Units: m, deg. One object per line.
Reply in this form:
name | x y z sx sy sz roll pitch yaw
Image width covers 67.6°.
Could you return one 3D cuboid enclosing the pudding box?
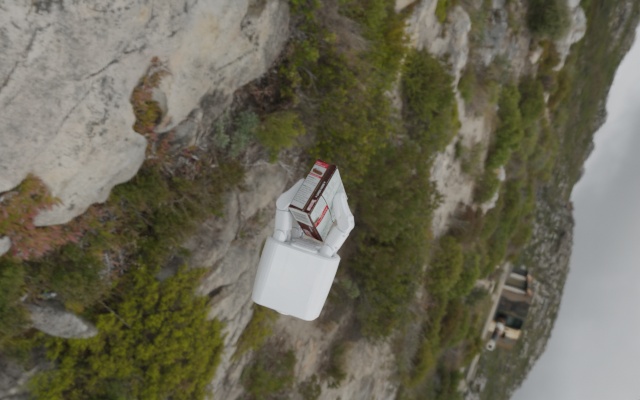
pudding box | 0.000 0.003 0.736 0.039 0.090 0.113 23 -19 20
